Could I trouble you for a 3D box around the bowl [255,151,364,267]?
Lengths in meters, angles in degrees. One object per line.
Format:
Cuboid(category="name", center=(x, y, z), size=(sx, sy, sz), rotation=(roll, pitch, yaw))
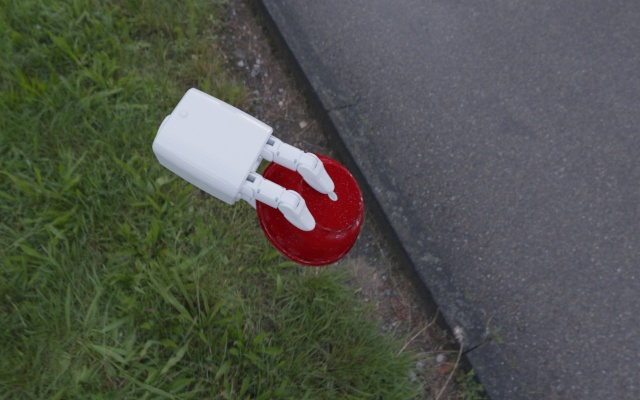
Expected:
Cuboid(category="bowl", center=(0.001, 0.002, 0.621), size=(0.162, 0.162, 0.055), rotation=(0, -16, -32))
